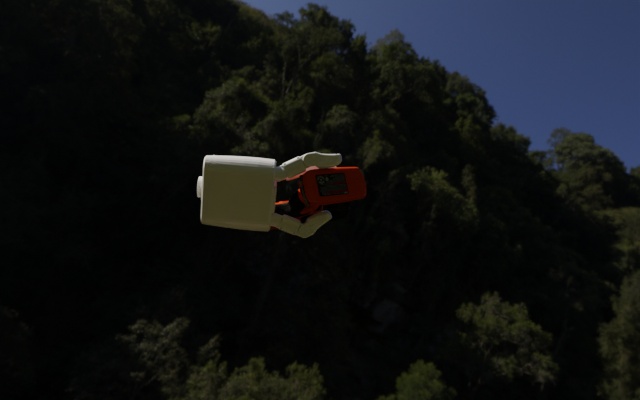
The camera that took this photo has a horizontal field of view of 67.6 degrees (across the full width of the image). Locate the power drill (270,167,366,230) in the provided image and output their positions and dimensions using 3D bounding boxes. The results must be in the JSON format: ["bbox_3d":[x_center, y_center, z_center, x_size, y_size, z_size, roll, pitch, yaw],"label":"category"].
[{"bbox_3d":[0.000,0.002,0.809,0.184,0.057,0.188,-8,-15,-28],"label":"power drill"}]
